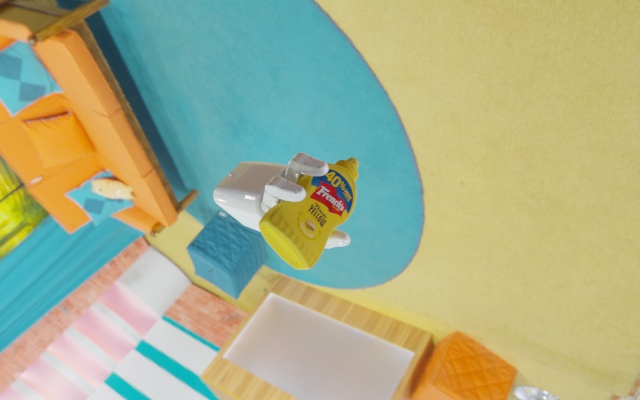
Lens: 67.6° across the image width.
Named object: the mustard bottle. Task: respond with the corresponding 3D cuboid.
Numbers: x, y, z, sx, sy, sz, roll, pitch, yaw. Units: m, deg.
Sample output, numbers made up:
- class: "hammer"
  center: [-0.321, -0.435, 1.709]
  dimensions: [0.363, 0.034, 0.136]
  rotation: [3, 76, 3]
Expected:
- class: "mustard bottle"
  center: [0.000, 0.002, 0.697]
  dimensions: [0.058, 0.096, 0.191]
  rotation: [-15, 30, 53]
